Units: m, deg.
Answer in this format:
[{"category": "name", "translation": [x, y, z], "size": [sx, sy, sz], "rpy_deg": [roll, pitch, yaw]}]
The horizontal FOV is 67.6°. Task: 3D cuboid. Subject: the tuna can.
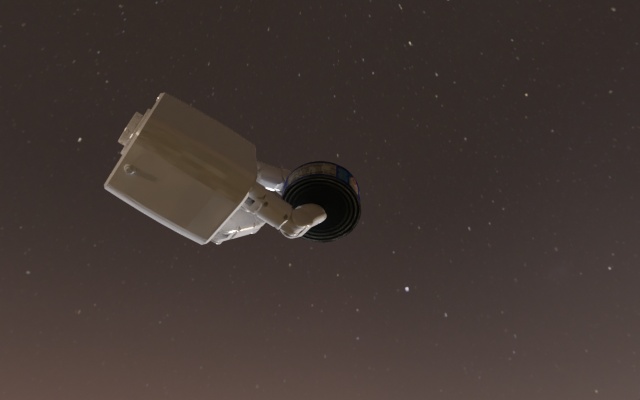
[{"category": "tuna can", "translation": [0.000, 0.001, 0.508], "size": [0.086, 0.086, 0.033], "rpy_deg": [0, 35, 3]}]
